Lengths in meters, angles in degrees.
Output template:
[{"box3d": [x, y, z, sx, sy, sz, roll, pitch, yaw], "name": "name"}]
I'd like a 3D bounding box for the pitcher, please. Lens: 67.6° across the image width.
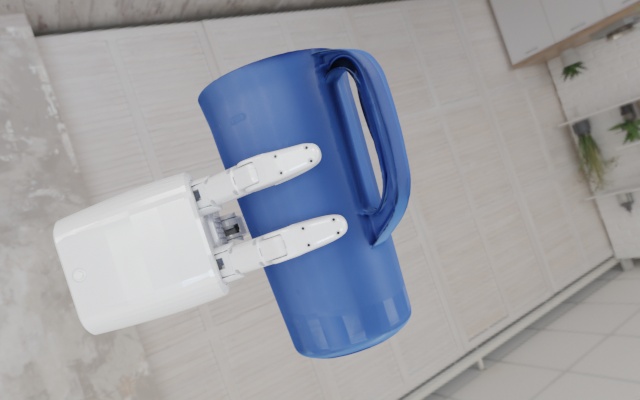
[{"box3d": [0.000, 0.001, 0.410, 0.145, 0.243, 0.149, -19, 0, -3], "name": "pitcher"}]
